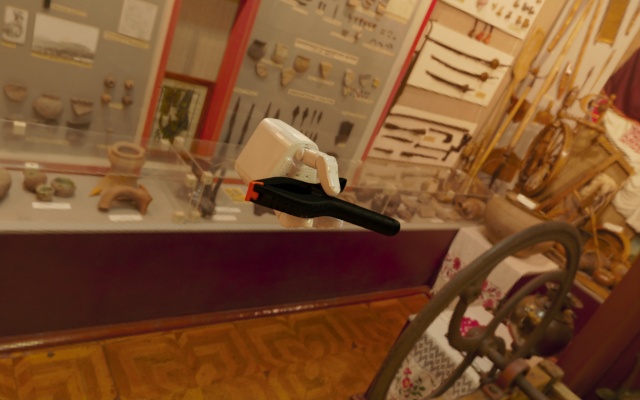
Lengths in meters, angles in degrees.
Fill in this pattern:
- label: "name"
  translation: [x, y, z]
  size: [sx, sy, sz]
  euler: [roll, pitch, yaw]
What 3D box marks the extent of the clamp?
- label: "clamp"
  translation: [0.000, 0.001, 0.661]
  size: [0.210, 0.036, 0.164]
  euler: [3, 23, -39]
